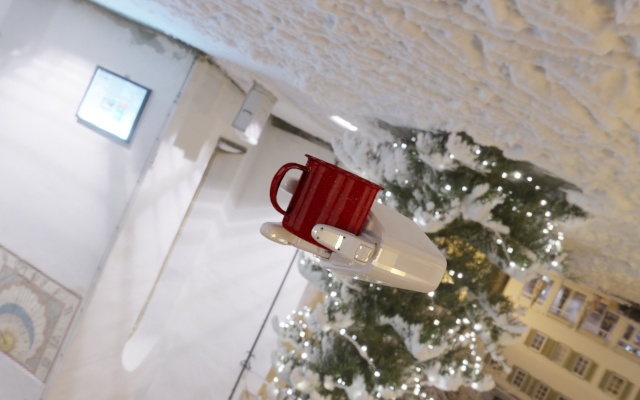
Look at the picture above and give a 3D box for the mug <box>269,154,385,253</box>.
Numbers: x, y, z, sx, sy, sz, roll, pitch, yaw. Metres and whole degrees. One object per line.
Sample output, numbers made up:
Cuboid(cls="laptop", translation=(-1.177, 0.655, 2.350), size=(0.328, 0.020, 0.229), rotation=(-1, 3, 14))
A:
Cuboid(cls="mug", translation=(-0.001, 0.001, 0.504), size=(0.117, 0.081, 0.093), rotation=(22, 3, -29))
